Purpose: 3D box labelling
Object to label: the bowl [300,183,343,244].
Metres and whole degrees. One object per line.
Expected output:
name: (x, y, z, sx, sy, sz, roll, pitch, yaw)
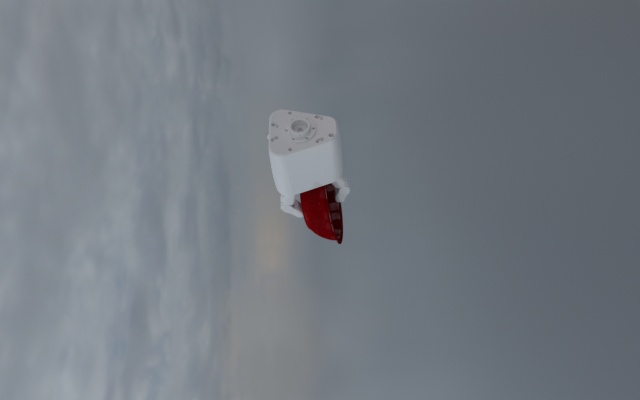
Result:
bowl: (0.000, 0.004, 0.869, 0.055, 0.162, 0.162, -9, -2, 10)
